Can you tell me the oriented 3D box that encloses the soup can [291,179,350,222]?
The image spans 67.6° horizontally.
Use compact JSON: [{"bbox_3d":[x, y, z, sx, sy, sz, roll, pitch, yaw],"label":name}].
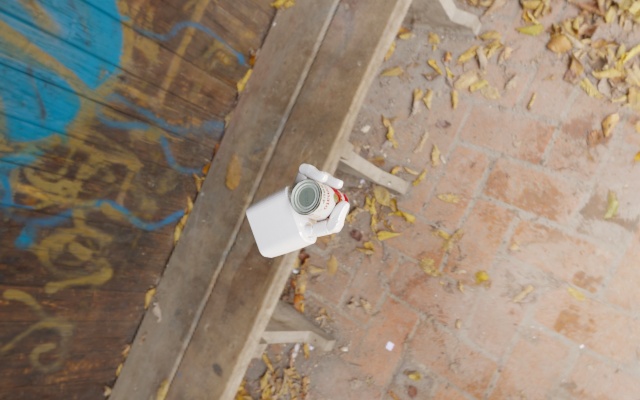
[{"bbox_3d":[0.000,0.003,0.886,0.068,0.068,0.102,0,-11,33],"label":"soup can"}]
